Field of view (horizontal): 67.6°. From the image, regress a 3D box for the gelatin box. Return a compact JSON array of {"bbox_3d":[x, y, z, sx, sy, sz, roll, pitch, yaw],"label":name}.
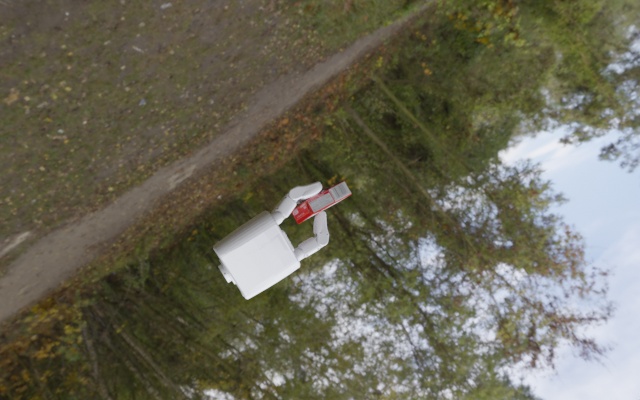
[{"bbox_3d":[0.001,0.003,0.842,0.089,0.030,0.073,-28,-2,-27],"label":"gelatin box"}]
